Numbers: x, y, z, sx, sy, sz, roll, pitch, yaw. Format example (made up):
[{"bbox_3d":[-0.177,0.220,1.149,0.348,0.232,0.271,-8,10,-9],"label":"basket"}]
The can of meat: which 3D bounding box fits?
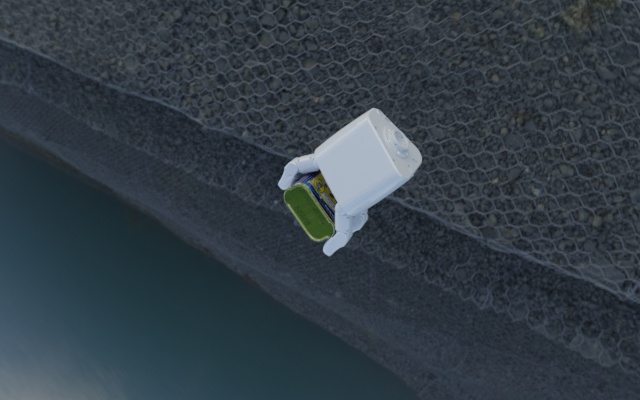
[{"bbox_3d":[0.000,0.003,0.740,0.057,0.102,0.084,-30,9,36],"label":"can of meat"}]
